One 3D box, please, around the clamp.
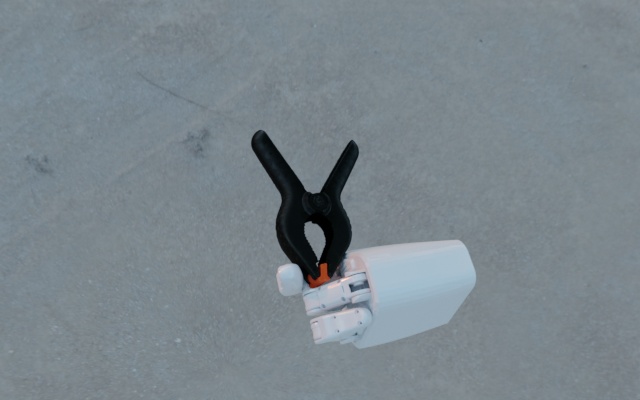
[{"bbox_3d":[0.000,0.002,0.495,0.120,0.171,0.039,-8,-18,-18],"label":"clamp"}]
